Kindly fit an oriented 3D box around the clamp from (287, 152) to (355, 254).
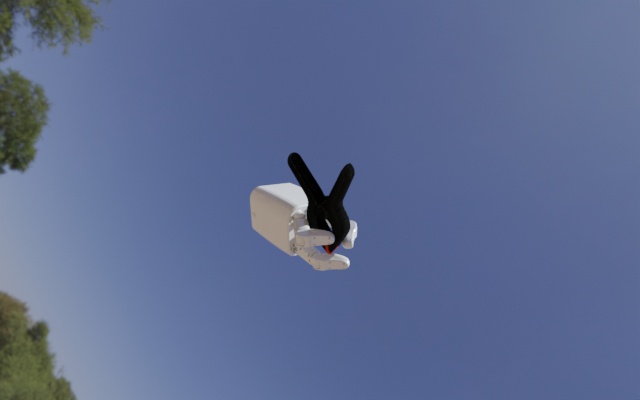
[{"bbox_3d":[0.001,0.002,0.748,0.120,0.172,0.039,28,42,36],"label":"clamp"}]
